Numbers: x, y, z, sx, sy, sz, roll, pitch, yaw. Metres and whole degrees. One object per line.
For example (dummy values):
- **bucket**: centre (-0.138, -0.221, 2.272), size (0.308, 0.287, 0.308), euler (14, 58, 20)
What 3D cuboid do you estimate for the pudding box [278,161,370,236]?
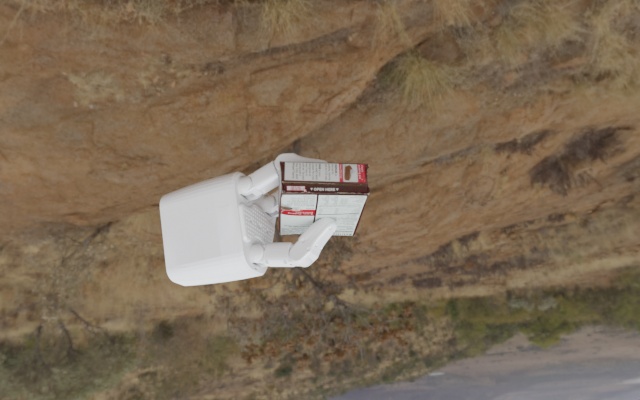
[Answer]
- **pudding box**: centre (0.000, 0.002, 0.510), size (0.090, 0.039, 0.113), euler (0, -25, -5)
